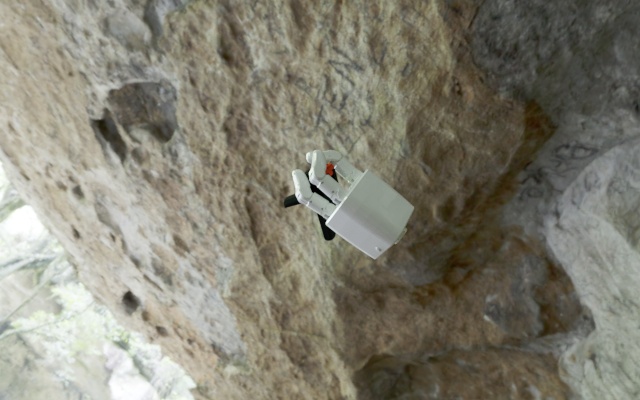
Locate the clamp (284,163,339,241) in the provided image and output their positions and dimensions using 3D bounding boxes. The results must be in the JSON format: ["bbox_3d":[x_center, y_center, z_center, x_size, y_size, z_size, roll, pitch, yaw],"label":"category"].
[{"bbox_3d":[0.000,0.002,0.856,0.120,0.039,0.171,38,-33,2],"label":"clamp"}]
